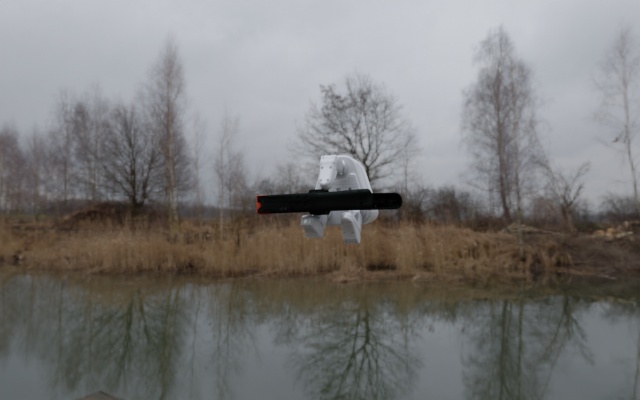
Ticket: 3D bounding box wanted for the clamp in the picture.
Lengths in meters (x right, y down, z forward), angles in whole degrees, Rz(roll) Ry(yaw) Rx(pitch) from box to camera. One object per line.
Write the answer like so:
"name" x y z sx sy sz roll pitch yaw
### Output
"clamp" 0.000 0.001 0.666 0.210 0.036 0.164 -2 -3 16
